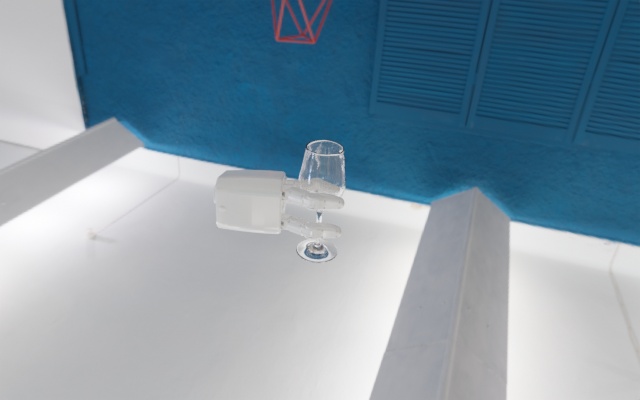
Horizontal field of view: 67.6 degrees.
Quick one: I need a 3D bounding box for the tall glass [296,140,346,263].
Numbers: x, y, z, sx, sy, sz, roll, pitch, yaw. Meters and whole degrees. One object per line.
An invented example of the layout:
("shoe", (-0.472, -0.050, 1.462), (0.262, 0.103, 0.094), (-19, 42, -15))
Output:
("tall glass", (0.000, 0.003, 0.805), (0.079, 0.201, 0.079), (4, 29, -2))
